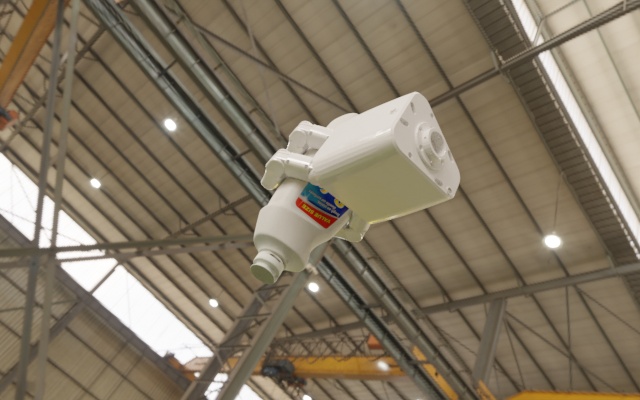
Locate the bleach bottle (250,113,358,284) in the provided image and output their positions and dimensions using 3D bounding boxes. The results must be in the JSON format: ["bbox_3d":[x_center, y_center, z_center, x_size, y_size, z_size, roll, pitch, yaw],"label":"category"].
[{"bbox_3d":[0.000,0.002,0.563,0.068,0.102,0.250,-18,28,43],"label":"bleach bottle"}]
